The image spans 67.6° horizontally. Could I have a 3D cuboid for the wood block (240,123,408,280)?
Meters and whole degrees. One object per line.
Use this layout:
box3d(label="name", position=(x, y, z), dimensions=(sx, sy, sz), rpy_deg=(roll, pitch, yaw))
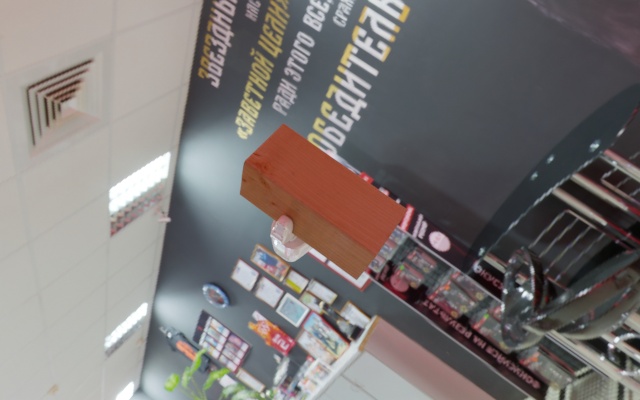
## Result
box3d(label="wood block", position=(0.000, 0.002, 0.655), dimensions=(0.206, 0.090, 0.090), rpy_deg=(35, -32, 7))
